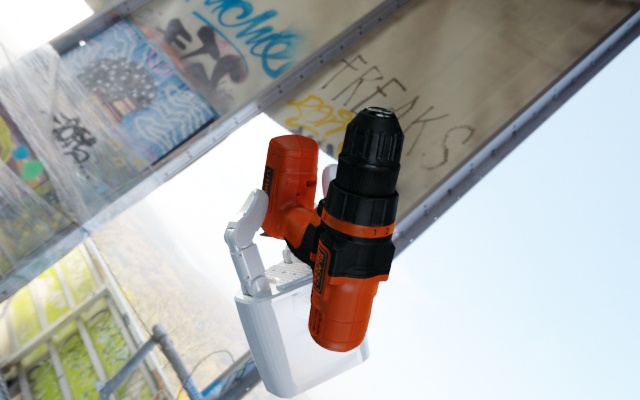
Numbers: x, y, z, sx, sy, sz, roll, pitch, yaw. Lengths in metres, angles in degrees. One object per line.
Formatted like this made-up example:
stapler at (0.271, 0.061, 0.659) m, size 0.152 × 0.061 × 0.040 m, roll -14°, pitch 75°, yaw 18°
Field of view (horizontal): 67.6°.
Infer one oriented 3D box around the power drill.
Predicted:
power drill at (0.000, 0.001, 0.401) m, size 0.057 × 0.184 × 0.187 m, roll 3°, pitch 19°, yaw -22°
